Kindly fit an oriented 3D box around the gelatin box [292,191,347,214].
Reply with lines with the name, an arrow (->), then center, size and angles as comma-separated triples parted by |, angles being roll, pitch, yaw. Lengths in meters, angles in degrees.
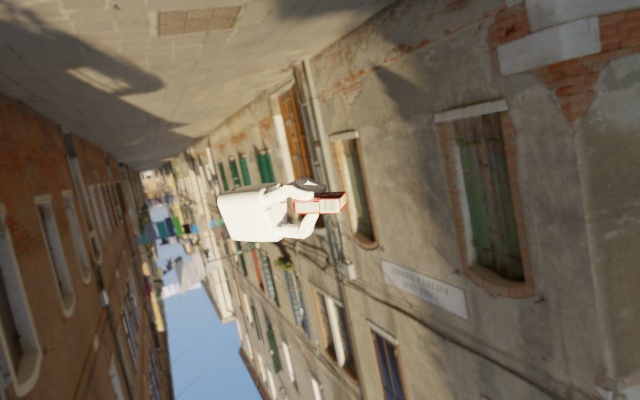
gelatin box -> 0.001, 0.003, 0.898 | 0.089, 0.030, 0.073 | -1, 11, 14
